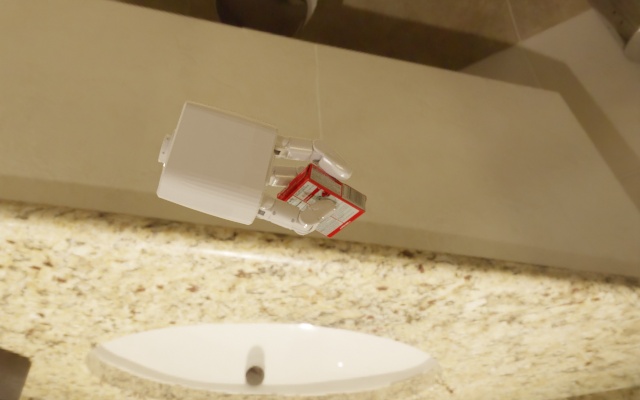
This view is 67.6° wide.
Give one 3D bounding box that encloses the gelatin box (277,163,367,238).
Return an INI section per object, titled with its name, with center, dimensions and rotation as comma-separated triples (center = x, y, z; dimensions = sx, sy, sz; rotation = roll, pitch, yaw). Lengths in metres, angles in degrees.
[gelatin box]
center = 0.000, 0.002, 0.589
dimensions = 0.089, 0.030, 0.073
rotation = 29, -46, -22
